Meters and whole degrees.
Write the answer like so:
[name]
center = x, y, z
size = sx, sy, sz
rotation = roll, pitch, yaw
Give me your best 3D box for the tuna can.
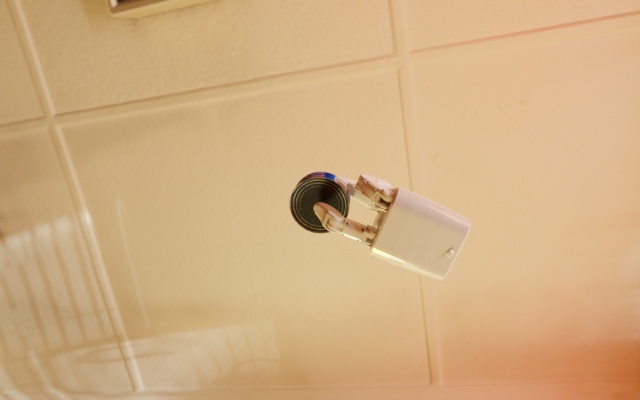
[tuna can]
center = 0.000, 0.002, 0.689
size = 0.086, 0.086, 0.033
rotation = 0, 20, 7
